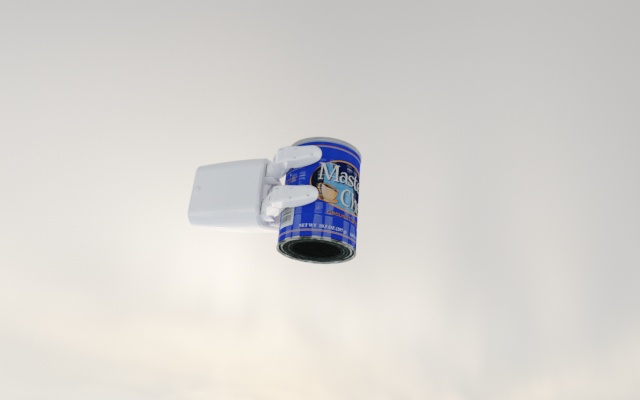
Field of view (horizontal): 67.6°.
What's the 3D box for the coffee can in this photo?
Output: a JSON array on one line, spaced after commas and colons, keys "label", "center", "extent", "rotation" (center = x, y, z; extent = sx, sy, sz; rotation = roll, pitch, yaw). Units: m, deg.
[{"label": "coffee can", "center": [0.000, 0.002, 0.631], "extent": [0.103, 0.140, 0.103], "rotation": [4, -24, 2]}]
